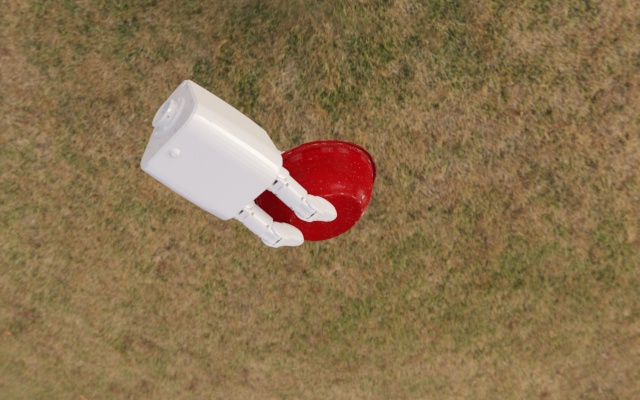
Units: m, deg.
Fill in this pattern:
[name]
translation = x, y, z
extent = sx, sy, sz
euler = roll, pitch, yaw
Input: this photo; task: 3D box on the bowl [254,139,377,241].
[bowl]
translation = 0.001, 0.003, 0.590
extent = 0.162, 0.055, 0.162
euler = -12, -37, -9
